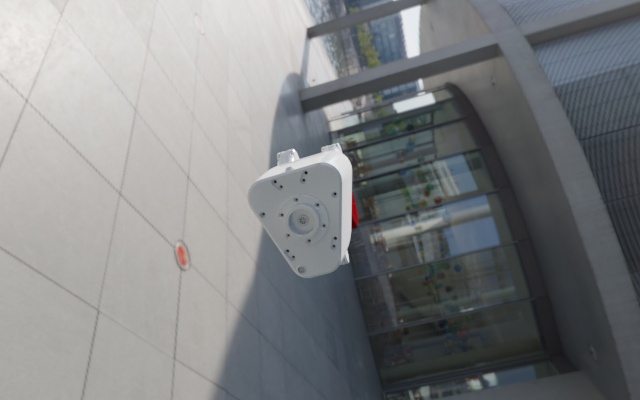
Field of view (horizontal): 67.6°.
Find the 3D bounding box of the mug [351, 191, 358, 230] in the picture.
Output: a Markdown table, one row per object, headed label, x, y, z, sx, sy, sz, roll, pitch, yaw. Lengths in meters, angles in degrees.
| label | x | y | z | sx | sy | sz | roll | pitch | yaw |
| --- | --- | --- | --- | --- | --- | --- | --- | --- | --- |
| mug | 0.000 | 0.002 | 0.606 | 0.081 | 0.093 | 0.117 | -15 | 9 | 9 |
